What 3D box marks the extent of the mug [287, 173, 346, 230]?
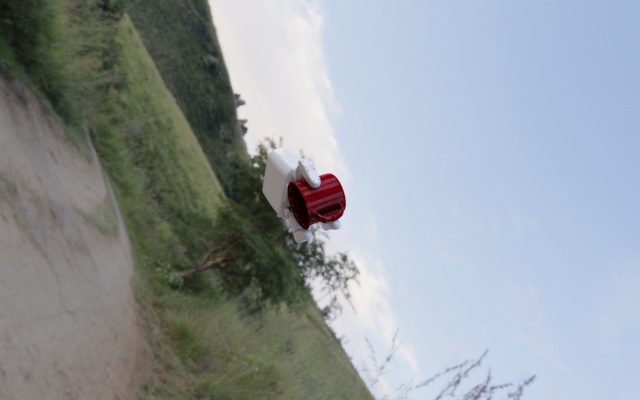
[{"bbox_3d":[0.001,0.003,0.874,0.081,0.093,0.117,-19,35,-21],"label":"mug"}]
